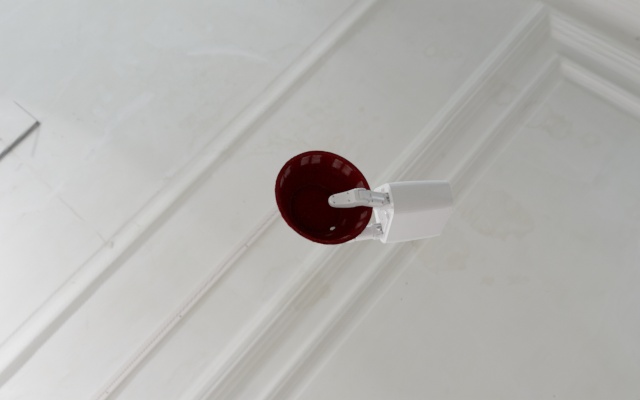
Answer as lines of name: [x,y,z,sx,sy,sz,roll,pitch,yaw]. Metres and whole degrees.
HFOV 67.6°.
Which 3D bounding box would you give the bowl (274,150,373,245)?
bowl: [-0.001,0.002,0.767,0.162,0.162,0.055,0,-23,-19]
